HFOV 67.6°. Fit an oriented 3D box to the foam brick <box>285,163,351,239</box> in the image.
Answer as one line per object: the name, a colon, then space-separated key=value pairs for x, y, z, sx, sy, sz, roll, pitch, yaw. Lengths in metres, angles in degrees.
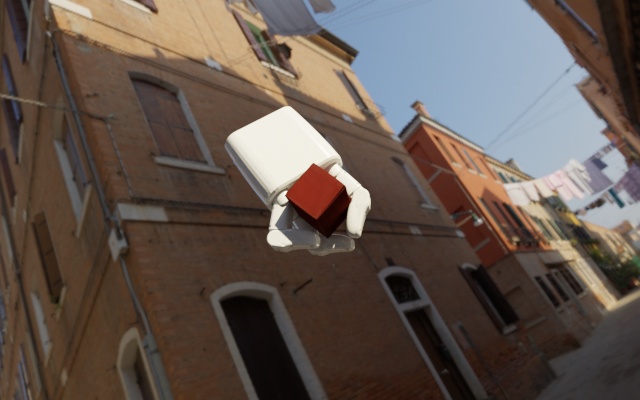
foam brick: x=0.000 y=0.002 z=0.567 sx=0.051 sy=0.053 sz=0.078 roll=38 pitch=-10 yaw=21
